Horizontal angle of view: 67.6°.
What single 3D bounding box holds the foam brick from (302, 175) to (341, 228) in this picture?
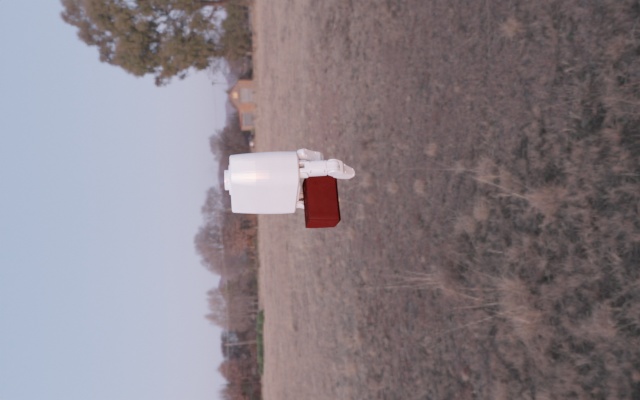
[{"bbox_3d":[0.000,0.003,0.778,0.051,0.078,0.053,-2,-18,-11],"label":"foam brick"}]
